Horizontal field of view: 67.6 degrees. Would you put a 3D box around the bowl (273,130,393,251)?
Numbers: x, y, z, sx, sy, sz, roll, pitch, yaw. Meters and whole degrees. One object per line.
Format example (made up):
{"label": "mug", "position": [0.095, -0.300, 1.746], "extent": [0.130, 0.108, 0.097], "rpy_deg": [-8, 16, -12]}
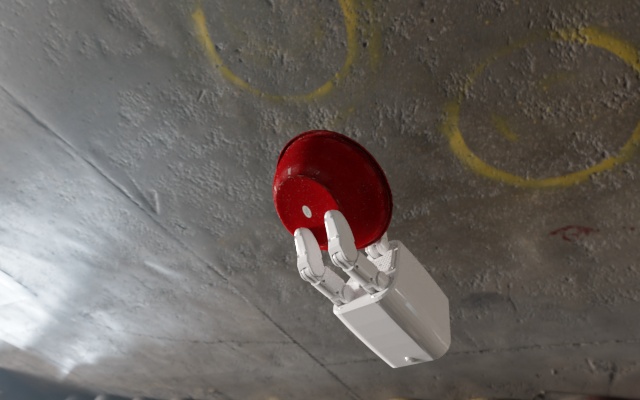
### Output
{"label": "bowl", "position": [-0.001, 0.001, 0.560], "extent": [0.162, 0.162, 0.055], "rpy_deg": [0, 26, 35]}
